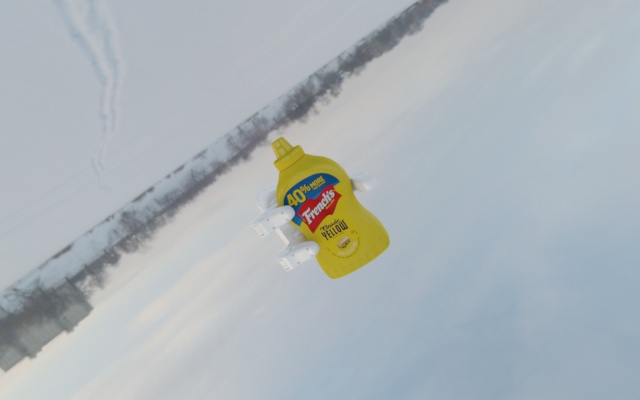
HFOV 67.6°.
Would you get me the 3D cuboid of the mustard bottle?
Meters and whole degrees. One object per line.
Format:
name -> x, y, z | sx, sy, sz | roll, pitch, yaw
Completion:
mustard bottle -> 0.000, 0.002, 0.606 | 0.096, 0.192, 0.058 | -32, 13, 14
